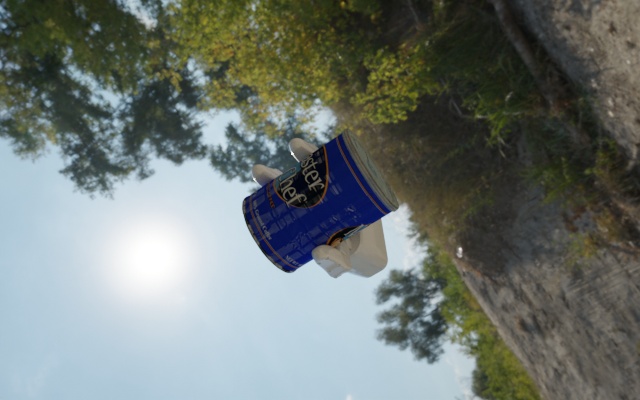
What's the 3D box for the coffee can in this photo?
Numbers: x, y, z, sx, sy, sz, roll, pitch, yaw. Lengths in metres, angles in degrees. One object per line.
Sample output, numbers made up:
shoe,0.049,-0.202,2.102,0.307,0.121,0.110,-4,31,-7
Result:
coffee can,0.000,0.002,0.528,0.140,0.103,0.103,-33,-9,14
